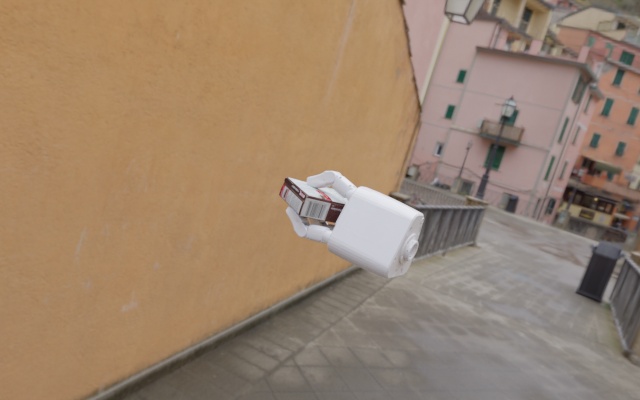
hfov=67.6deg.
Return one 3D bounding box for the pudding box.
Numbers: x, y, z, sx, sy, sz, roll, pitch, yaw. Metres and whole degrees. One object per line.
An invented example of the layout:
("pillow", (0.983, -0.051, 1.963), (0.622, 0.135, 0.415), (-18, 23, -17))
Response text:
("pudding box", (0.000, 0.002, 0.794), (0.113, 0.039, 0.090), (15, 14, -32))
